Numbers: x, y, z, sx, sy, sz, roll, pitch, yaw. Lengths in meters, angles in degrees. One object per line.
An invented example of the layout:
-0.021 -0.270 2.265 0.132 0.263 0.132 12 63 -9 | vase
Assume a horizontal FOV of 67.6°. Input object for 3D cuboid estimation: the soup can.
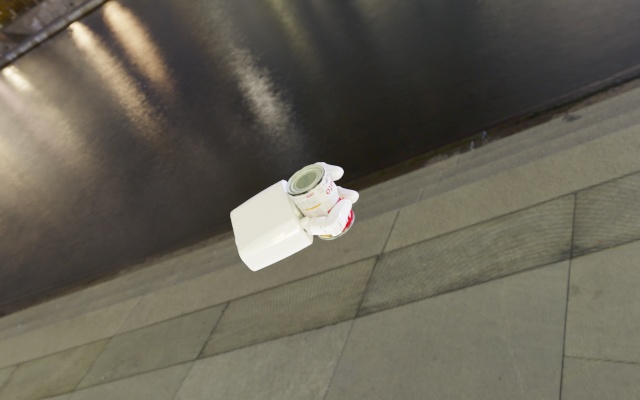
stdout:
0.000 0.002 0.741 0.068 0.068 0.102 0 -44 41 | soup can
